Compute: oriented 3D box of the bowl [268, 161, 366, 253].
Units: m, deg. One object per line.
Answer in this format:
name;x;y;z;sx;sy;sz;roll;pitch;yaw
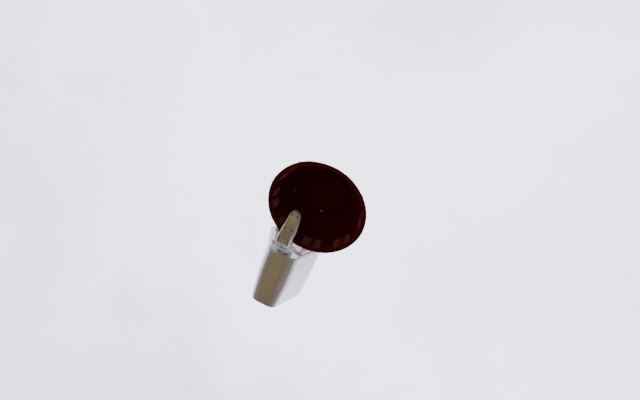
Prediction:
bowl;0.001;0.001;0.765;0.162;0.162;0.055;0;27;20
